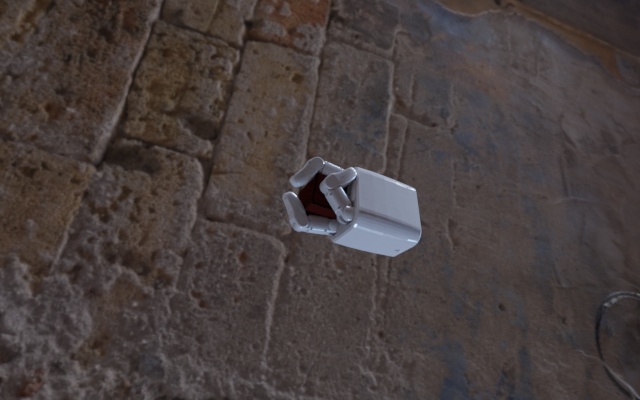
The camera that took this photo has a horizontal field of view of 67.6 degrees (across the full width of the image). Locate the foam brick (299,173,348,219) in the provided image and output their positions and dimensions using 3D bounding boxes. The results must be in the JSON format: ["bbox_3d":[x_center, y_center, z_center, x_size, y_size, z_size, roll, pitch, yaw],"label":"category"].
[{"bbox_3d":[0.000,0.002,0.721,0.051,0.053,0.078,17,-26,-16],"label":"foam brick"}]
